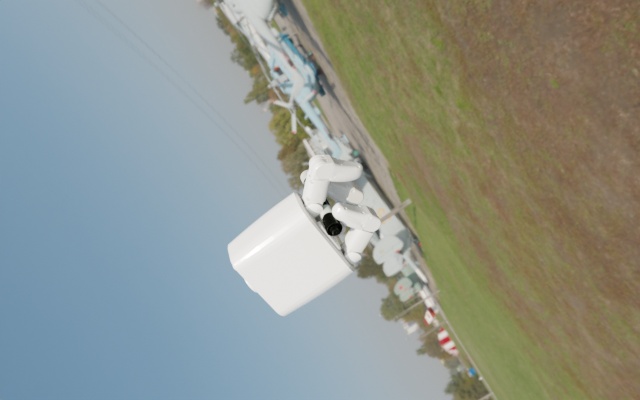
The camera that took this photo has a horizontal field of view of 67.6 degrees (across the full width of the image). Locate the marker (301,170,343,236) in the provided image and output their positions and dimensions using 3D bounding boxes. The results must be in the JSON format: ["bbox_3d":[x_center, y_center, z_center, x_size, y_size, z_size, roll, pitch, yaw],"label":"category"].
[{"bbox_3d":[0.000,0.002,0.561,0.020,0.020,0.121,0,33,-20],"label":"marker"}]
